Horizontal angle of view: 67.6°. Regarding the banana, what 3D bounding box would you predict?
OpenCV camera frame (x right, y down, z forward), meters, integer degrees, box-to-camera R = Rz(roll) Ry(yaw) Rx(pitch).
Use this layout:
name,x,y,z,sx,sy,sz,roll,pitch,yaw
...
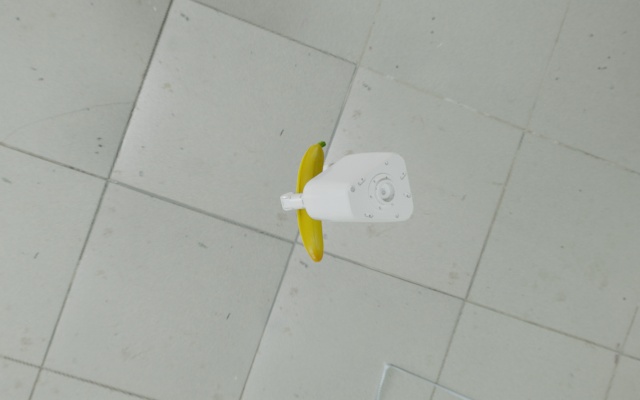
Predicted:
name,x,y,z,sx,sy,sz,roll,pitch,yaw
banana,-0.010,-0.003,0.742,0.037,0.198,0.069,-1,-8,35
